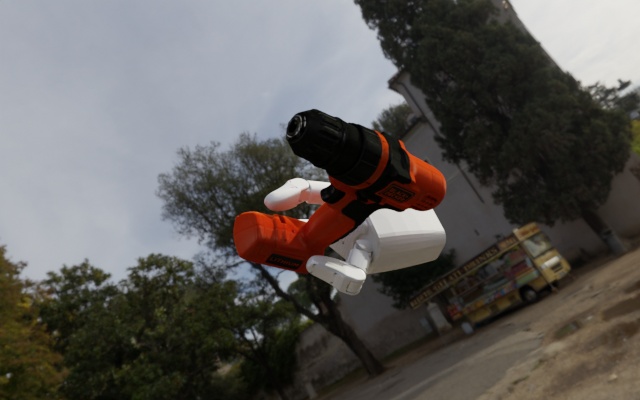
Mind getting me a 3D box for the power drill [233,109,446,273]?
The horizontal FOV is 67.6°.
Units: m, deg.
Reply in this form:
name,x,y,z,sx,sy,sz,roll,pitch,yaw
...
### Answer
name,x,y,z,sx,sy,sz,roll,pitch,yaw
power drill,0.000,0.002,0.453,0.184,0.057,0.188,21,-43,-39
